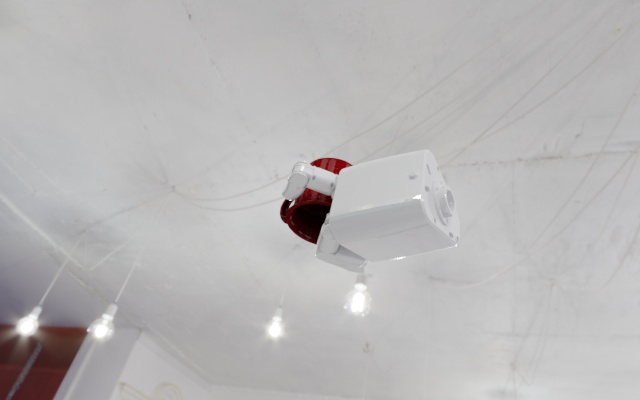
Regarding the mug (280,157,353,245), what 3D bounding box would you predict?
[{"bbox_3d":[-0.001,0.002,0.616,0.117,0.081,0.093,-12,-45,30],"label":"mug"}]
